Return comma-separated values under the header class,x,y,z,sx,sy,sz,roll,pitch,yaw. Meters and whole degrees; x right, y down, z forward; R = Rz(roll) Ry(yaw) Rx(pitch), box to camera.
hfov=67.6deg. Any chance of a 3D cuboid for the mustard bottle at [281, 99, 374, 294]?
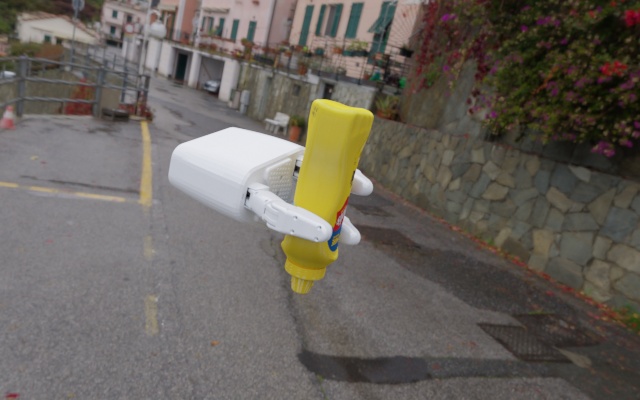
class,x,y,z,sx,sy,sz,roll,pitch,yaw
mustard bottle,0.000,0.001,0.466,0.058,0.192,0.096,15,14,5
